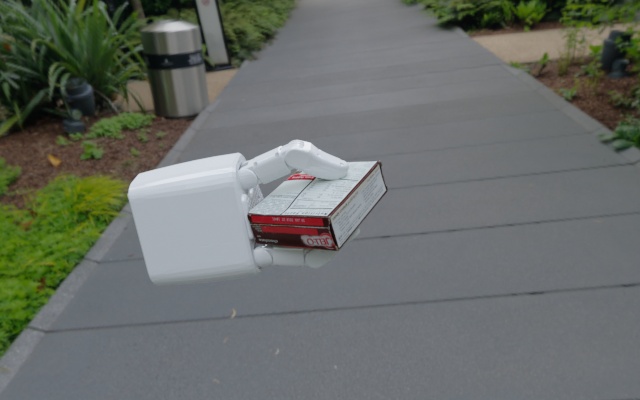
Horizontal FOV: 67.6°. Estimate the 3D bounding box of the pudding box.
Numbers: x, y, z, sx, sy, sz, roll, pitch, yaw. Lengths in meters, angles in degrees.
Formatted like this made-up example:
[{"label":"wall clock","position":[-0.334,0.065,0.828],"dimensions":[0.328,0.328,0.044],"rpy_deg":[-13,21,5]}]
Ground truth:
[{"label":"pudding box","position":[0.000,0.001,0.451],"dimensions":[0.090,0.039,0.113],"rpy_deg":[2,32,33]}]
